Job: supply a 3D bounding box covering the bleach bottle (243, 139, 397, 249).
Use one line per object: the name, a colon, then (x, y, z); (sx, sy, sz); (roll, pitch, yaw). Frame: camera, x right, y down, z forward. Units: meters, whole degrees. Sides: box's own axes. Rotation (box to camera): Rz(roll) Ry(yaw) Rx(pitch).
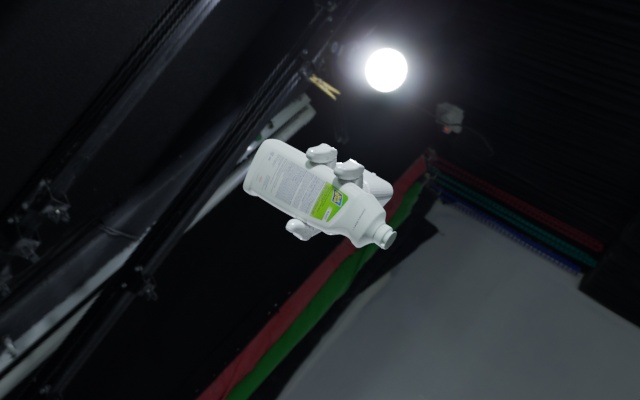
bleach bottle: (0.000, 0.002, 0.721); (0.250, 0.102, 0.068); (33, 16, 27)
